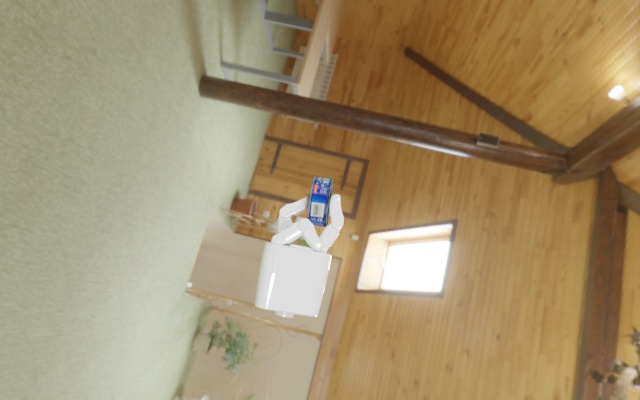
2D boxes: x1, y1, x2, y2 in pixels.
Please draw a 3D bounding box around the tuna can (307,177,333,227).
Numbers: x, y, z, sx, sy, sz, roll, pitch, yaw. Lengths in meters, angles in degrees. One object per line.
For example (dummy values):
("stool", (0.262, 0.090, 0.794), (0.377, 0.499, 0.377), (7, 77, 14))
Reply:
("tuna can", (0.001, 0.003, 0.835), (0.034, 0.086, 0.086), (8, 1, 5))
